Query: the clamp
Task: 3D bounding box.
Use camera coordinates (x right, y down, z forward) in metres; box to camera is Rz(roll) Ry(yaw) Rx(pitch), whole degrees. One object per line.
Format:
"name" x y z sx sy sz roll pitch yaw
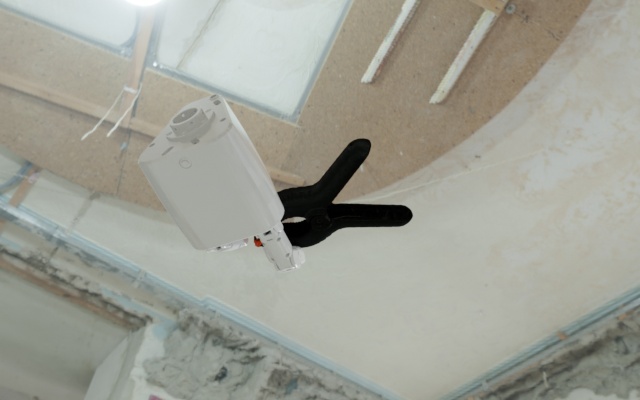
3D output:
"clamp" 0.000 0.001 0.494 0.171 0.120 0.039 -17 36 11
